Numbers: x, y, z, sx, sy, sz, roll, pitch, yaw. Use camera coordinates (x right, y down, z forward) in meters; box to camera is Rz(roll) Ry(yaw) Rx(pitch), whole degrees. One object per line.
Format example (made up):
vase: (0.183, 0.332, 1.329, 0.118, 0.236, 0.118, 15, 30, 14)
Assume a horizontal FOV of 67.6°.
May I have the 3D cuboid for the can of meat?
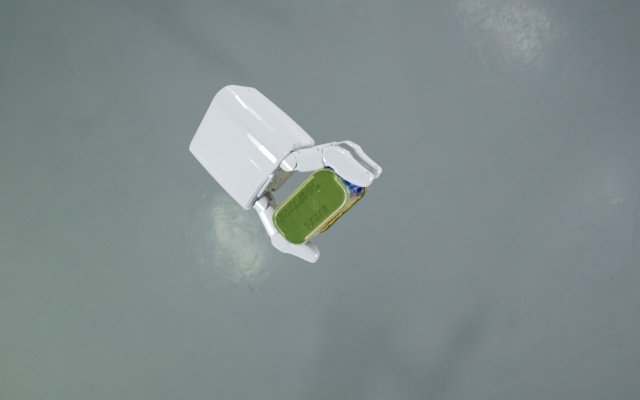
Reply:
can of meat: (0.000, 0.002, 0.560, 0.102, 0.057, 0.084, -43, -6, 19)
